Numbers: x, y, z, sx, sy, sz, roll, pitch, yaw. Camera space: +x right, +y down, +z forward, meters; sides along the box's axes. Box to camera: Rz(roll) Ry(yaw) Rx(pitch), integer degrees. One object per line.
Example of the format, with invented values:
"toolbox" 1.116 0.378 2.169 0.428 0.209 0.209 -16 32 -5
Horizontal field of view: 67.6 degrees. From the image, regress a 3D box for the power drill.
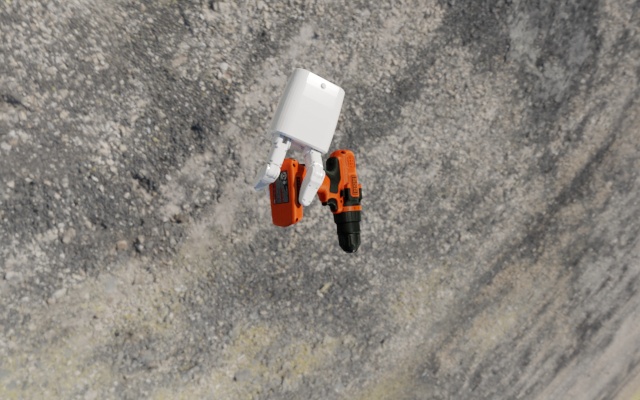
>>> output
"power drill" 0.000 0.002 0.801 0.057 0.184 0.187 -10 -6 40
